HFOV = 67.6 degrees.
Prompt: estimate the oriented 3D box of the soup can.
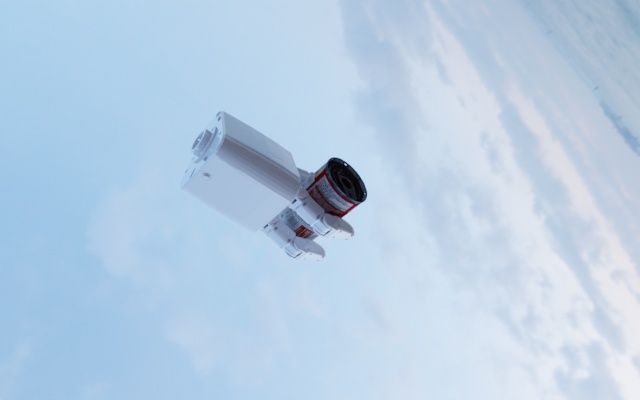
[{"bbox_3d":[0.000,0.002,0.610,0.102,0.068,0.068,-40,-23,30],"label":"soup can"}]
